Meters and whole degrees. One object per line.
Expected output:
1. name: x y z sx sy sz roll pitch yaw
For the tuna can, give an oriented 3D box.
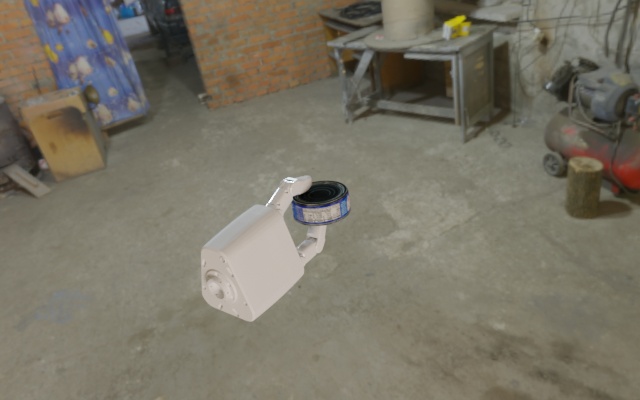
1. tuna can: 0.000 0.002 0.695 0.086 0.034 0.086 -7 25 3
